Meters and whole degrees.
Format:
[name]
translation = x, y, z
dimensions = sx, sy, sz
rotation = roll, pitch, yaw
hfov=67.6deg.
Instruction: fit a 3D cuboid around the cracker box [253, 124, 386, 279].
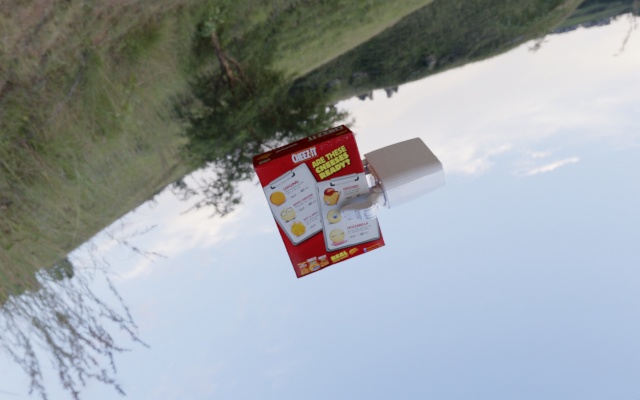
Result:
[cracker box]
translation = 0.000, 0.003, 0.794
dimensions = 0.164, 0.214, 0.072
rotation = -20, 24, -4
